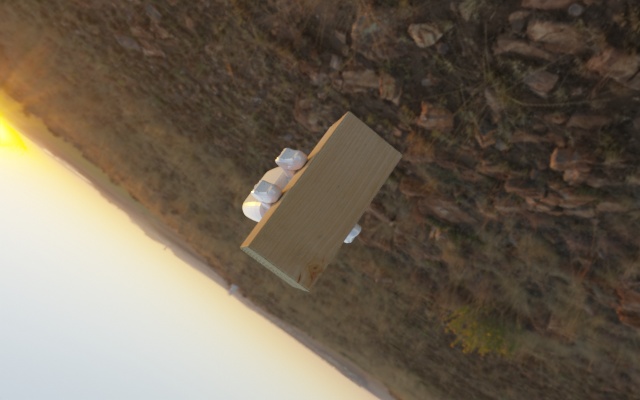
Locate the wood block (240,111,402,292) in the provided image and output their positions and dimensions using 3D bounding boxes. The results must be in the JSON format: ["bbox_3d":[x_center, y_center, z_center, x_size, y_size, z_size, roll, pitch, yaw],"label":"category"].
[{"bbox_3d":[0.000,0.002,0.605,0.091,0.206,0.090,38,-15,-9],"label":"wood block"}]
